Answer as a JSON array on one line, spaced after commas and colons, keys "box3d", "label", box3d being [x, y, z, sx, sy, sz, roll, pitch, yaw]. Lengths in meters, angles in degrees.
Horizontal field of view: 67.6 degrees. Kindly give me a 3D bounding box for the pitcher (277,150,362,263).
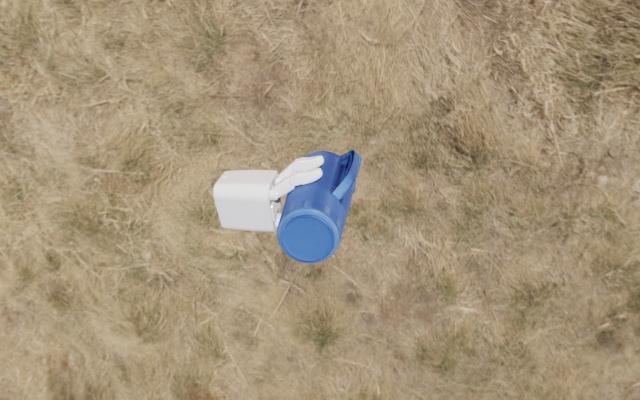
[{"box3d": [0.000, 0.003, 0.893, 0.145, 0.149, 0.242, 2, 27, 6], "label": "pitcher"}]
